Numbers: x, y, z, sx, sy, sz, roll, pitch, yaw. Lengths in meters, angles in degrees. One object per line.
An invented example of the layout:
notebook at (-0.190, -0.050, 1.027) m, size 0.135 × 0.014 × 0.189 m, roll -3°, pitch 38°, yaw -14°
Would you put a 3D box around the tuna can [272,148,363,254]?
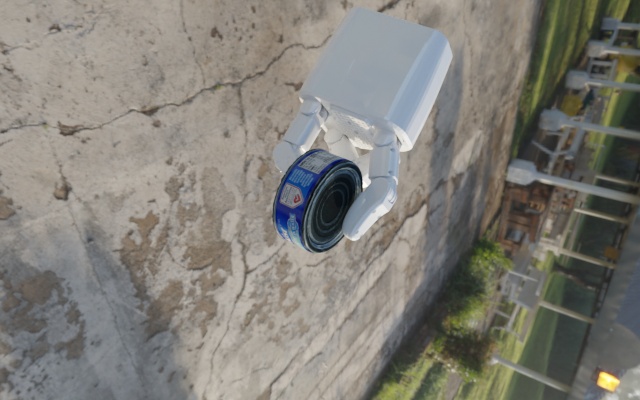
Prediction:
tuna can at (0.000, 0.002, 0.408) m, size 0.033 × 0.086 × 0.086 m, roll 24°, pitch 13°, yaw 31°
